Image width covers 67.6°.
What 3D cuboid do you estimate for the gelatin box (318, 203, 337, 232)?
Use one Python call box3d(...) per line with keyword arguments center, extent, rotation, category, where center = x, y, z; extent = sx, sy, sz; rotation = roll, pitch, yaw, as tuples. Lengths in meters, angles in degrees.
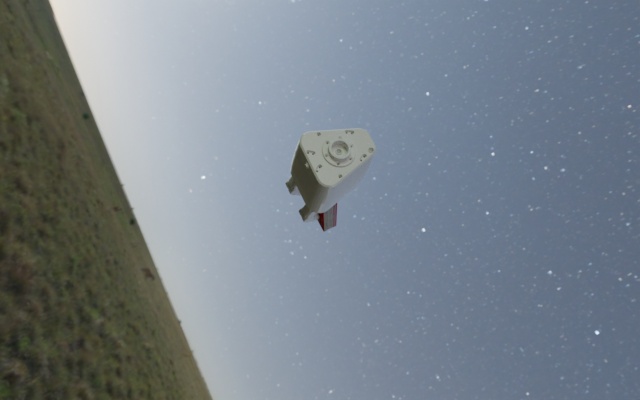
box3d(center=(0.001, 0.003, 0.848), extent=(0.030, 0.073, 0.089), rotation=(-24, -28, -12), category="gelatin box")
